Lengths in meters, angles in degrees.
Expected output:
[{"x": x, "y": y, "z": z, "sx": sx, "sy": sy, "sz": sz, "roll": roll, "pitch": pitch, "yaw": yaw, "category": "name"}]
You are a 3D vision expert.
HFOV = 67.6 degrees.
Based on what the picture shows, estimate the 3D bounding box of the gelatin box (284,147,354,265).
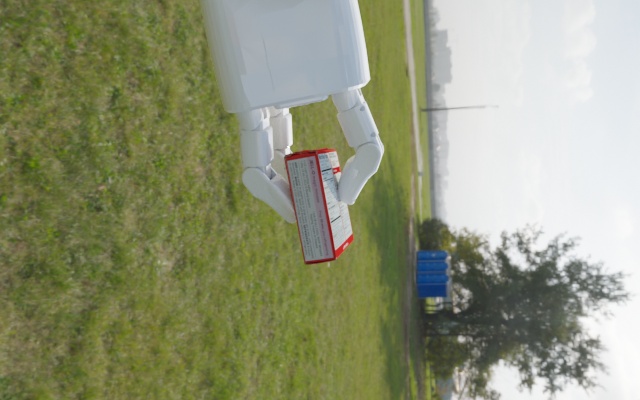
[{"x": 0.001, "y": 0.002, "z": 0.401, "sx": 0.030, "sy": 0.089, "sz": 0.073, "roll": -10, "pitch": 5, "yaw": 15, "category": "gelatin box"}]
